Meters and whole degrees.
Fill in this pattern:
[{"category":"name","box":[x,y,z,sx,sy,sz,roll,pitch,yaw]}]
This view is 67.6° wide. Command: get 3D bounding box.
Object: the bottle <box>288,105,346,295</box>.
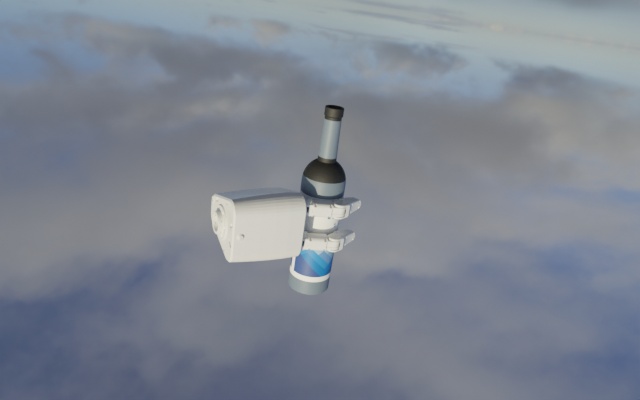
[{"category":"bottle","box":[0.000,0.003,0.730,0.069,0.296,0.069,7,23,-3]}]
